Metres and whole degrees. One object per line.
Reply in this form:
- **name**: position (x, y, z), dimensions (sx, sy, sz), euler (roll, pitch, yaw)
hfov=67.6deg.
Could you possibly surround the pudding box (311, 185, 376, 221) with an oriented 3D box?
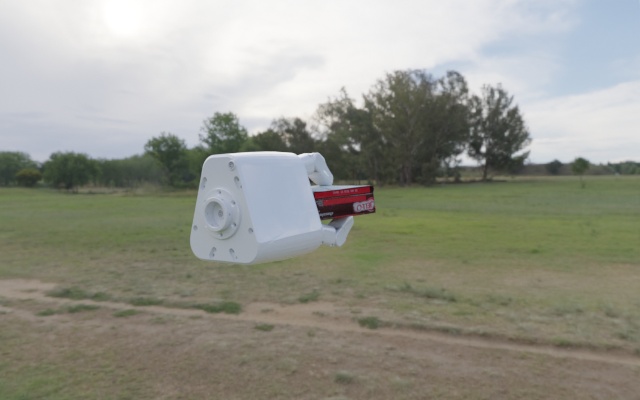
- **pudding box**: position (0.000, 0.002, 0.593), dimensions (0.090, 0.039, 0.113), euler (-6, 6, -30)
